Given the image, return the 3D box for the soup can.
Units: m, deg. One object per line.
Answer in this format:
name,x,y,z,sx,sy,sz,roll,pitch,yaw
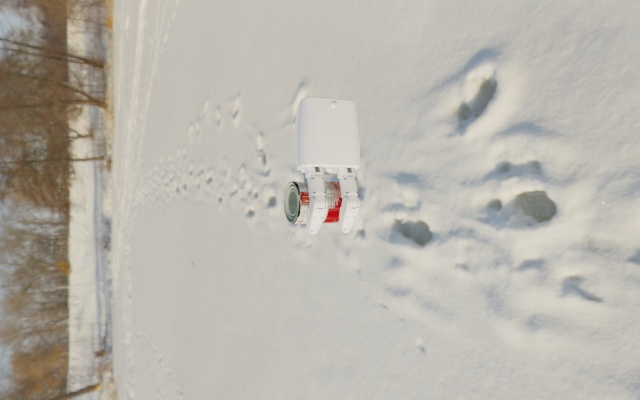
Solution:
soup can,0.000,0.003,0.759,0.102,0.068,0.068,0,0,-25
